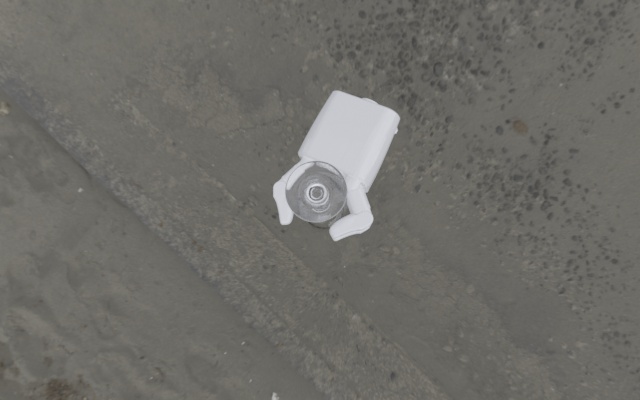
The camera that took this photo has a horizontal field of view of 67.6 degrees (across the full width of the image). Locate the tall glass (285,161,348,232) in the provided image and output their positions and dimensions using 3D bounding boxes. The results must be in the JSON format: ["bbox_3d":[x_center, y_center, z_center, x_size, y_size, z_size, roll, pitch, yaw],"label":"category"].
[{"bbox_3d":[0.000,0.002,0.664,0.079,0.079,0.201,0,-8,3],"label":"tall glass"}]
